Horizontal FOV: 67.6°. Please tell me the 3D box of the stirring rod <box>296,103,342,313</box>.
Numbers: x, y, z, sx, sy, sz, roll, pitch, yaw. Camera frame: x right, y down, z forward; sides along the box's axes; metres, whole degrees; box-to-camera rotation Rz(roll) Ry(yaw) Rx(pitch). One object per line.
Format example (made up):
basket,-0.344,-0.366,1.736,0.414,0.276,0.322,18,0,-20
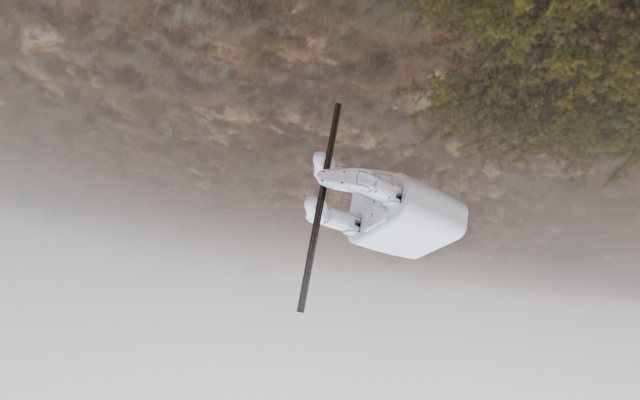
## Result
stirring rod,0.000,0.002,0.526,0.011,0.239,0.011,10,-16,3
